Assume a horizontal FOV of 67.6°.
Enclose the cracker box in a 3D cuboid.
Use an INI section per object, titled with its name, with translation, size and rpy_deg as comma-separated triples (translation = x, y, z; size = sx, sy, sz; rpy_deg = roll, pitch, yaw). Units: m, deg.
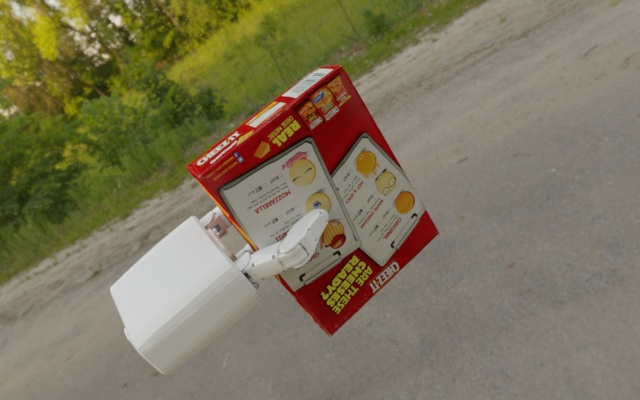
[cracker box]
translation = 0.000, 0.001, 0.479
size = 0.164, 0.214, 0.072
rpy_deg = -41, 26, -12
